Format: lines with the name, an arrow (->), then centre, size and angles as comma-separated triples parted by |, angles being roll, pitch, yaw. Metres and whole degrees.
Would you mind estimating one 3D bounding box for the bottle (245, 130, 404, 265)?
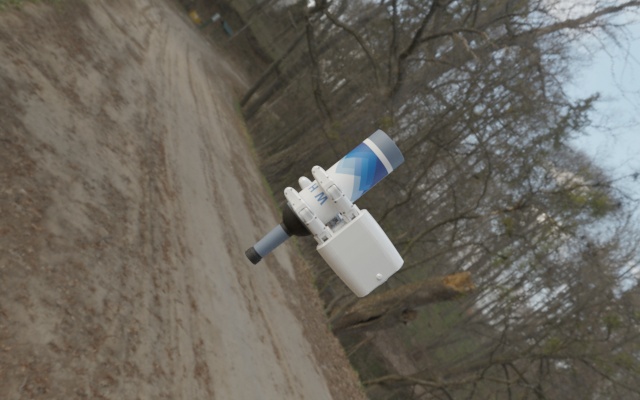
bottle -> 0.000, 0.002, 0.776 | 0.296, 0.069, 0.069 | -39, 0, 0
